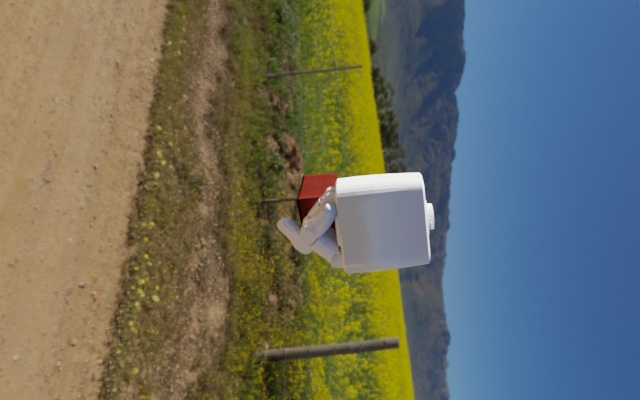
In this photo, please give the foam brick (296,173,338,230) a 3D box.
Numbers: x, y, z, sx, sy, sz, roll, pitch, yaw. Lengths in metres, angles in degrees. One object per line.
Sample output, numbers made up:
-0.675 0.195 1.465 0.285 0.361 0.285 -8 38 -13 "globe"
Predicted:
0.000 0.002 0.659 0.051 0.053 0.078 -6 27 8 "foam brick"
